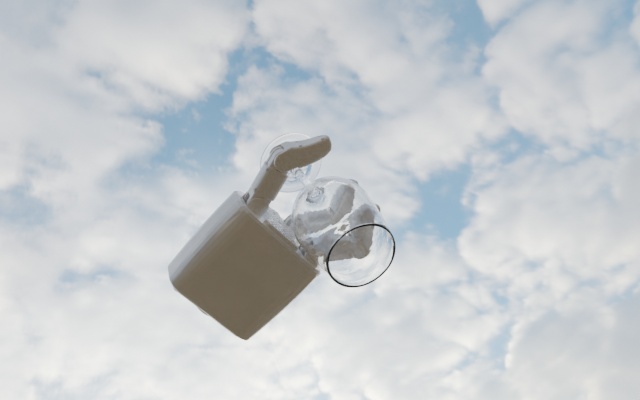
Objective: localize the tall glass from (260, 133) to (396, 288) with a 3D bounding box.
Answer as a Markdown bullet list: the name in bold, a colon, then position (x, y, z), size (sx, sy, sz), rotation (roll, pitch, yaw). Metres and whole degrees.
- **tall glass**: position (0.000, 0.001, 0.469), size (0.079, 0.079, 0.201), rotation (0, 26, -23)
